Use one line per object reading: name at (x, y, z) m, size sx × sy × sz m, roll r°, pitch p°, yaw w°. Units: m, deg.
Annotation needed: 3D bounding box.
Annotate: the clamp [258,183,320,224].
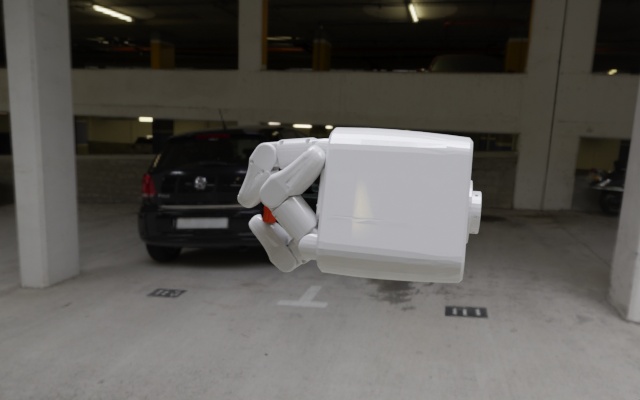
clamp at (0.000, 0.001, 0.481) m, size 0.120 × 0.039 × 0.171 m, roll 4°, pitch 9°, yaw 14°
